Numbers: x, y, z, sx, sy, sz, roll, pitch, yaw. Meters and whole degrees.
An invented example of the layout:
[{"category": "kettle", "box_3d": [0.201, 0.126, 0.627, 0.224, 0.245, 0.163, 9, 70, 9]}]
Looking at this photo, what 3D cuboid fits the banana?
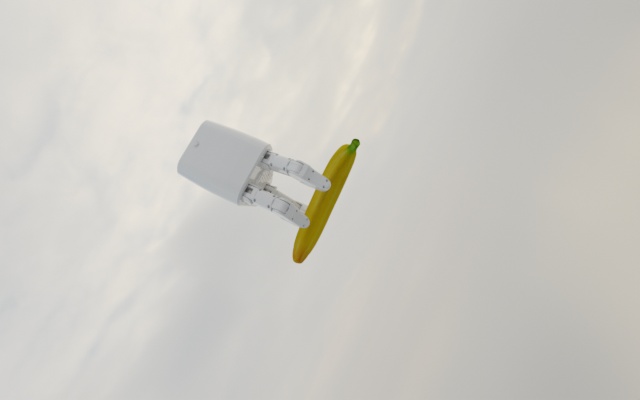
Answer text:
[{"category": "banana", "box_3d": [0.005, -0.003, 0.696, 0.037, 0.198, 0.069, 25, 11, 7]}]
